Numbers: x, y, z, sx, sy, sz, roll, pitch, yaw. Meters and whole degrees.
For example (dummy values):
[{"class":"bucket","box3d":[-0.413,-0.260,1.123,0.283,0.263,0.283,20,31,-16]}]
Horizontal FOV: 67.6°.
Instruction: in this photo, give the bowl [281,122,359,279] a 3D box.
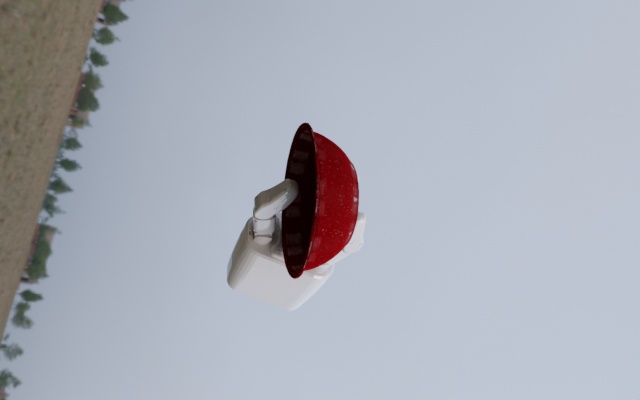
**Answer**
[{"class":"bowl","box3d":[0.001,0.001,0.501,0.055,0.162,0.162,4,-1,-14]}]
